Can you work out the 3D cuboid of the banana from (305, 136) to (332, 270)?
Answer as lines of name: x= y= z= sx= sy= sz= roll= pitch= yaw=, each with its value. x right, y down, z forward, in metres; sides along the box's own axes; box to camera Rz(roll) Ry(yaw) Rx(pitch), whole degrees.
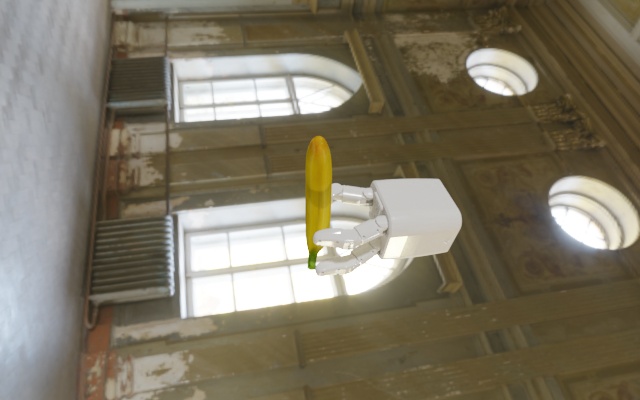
banana: x=-0.002 y=-0.004 z=0.653 sx=0.037 sy=0.198 sz=0.069 roll=-2 pitch=28 yaw=-5
